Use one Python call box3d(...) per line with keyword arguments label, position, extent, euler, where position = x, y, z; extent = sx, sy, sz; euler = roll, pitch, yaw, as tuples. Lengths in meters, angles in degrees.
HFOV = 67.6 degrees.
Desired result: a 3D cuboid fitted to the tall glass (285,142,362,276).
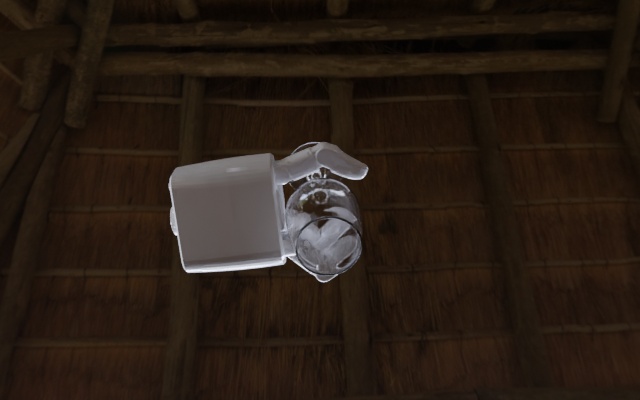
box3d(label="tall glass", position=(0.000, 0.001, 0.520), extent=(0.079, 0.079, 0.201), euler=(0, 24, -5))
